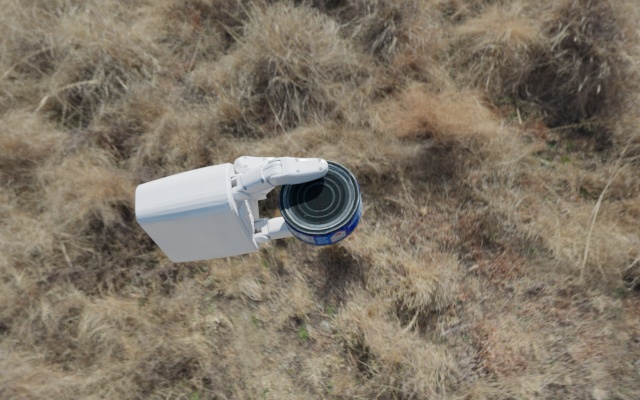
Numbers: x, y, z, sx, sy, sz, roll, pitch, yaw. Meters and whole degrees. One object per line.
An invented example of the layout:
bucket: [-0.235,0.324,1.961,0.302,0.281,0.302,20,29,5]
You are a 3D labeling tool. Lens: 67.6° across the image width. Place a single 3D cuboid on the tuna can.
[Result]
tuna can: [0.000,0.001,0.495,0.086,0.086,0.034,0,-23,8]
